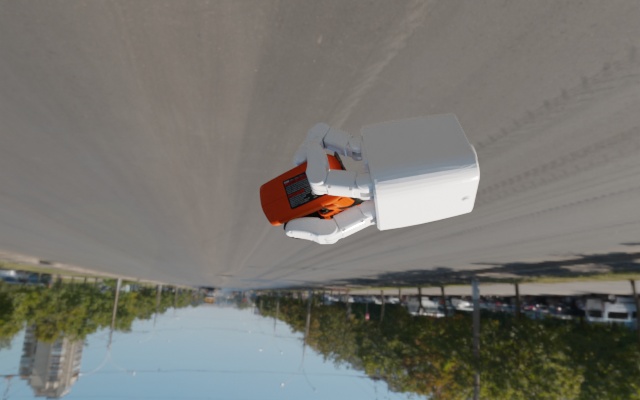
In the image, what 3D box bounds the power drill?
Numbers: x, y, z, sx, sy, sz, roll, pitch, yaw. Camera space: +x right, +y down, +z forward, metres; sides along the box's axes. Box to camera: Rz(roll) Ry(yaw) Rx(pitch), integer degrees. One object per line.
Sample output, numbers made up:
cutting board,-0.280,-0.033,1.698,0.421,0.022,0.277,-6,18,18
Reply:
power drill,0.000,0.002,0.620,0.184,0.057,0.187,-26,-14,19
